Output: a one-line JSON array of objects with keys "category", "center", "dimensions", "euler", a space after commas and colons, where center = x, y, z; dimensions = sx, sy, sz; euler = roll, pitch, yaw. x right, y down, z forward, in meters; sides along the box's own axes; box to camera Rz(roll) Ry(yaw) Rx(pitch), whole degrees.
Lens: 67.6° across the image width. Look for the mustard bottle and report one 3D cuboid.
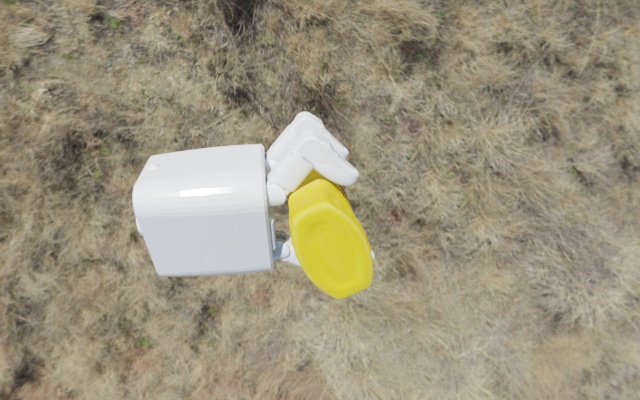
[{"category": "mustard bottle", "center": [0.000, 0.002, 0.459], "dimensions": [0.058, 0.096, 0.191], "euler": [-26, 27, 6]}]
